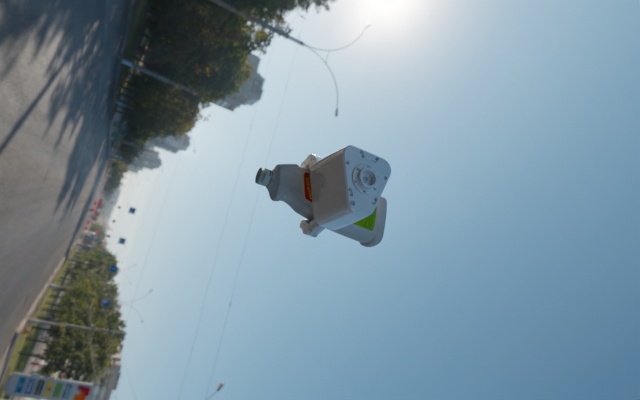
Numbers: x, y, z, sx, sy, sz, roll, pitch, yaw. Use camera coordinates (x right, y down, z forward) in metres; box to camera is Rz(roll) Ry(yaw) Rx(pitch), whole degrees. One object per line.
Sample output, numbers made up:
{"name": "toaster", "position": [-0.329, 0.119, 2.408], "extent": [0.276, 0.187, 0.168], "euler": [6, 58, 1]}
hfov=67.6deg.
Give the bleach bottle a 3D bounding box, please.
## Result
{"name": "bleach bottle", "position": [0.000, 0.003, 0.866], "extent": [0.251, 0.102, 0.068], "euler": [20, -22, -23]}
